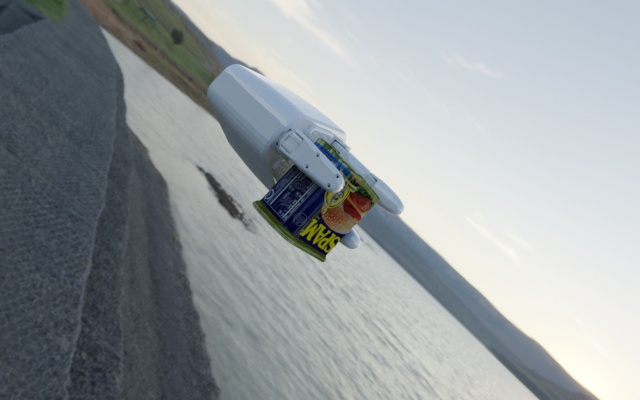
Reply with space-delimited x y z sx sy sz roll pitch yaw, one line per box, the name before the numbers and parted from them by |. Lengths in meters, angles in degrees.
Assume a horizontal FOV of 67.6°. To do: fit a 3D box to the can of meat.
can of meat | 0.000 0.001 0.442 0.057 0.084 0.102 44 1 30
